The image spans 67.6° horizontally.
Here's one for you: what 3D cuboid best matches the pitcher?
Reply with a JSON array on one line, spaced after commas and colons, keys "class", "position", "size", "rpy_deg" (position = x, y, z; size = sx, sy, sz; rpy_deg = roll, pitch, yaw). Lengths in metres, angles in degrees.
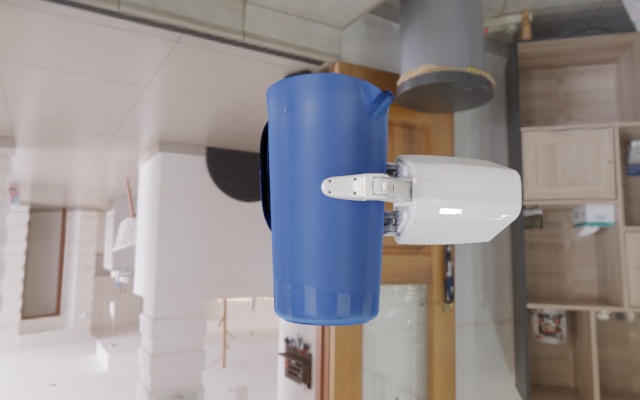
[{"class": "pitcher", "position": [0.000, 0.002, 0.508], "size": [0.145, 0.243, 0.149], "rpy_deg": [1, -6, -1]}]
